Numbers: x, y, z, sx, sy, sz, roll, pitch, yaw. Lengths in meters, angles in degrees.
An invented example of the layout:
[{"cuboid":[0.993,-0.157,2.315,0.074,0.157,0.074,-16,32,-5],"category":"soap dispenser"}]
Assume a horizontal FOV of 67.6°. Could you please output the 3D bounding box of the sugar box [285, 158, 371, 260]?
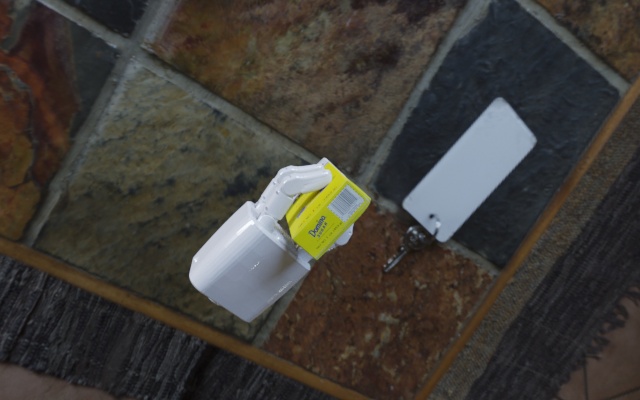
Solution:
[{"cuboid":[0.000,0.002,0.607,0.048,0.093,0.176,42,3,-17],"category":"sugar box"}]
